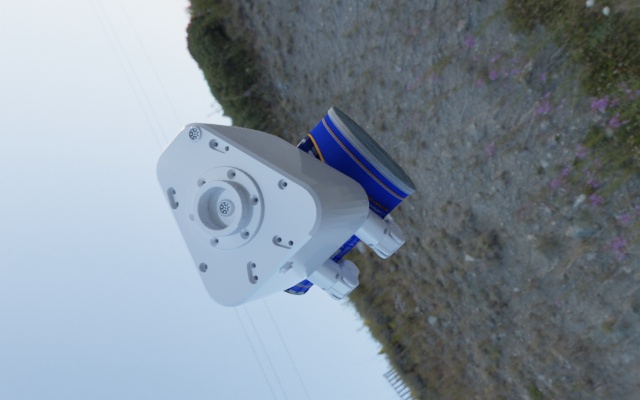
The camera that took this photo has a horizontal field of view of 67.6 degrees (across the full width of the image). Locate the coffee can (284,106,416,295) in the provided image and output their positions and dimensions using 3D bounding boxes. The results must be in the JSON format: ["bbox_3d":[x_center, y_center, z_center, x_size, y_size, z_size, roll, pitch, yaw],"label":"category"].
[{"bbox_3d":[0.000,0.001,0.433,0.140,0.103,0.103,-45,-14,14],"label":"coffee can"}]
